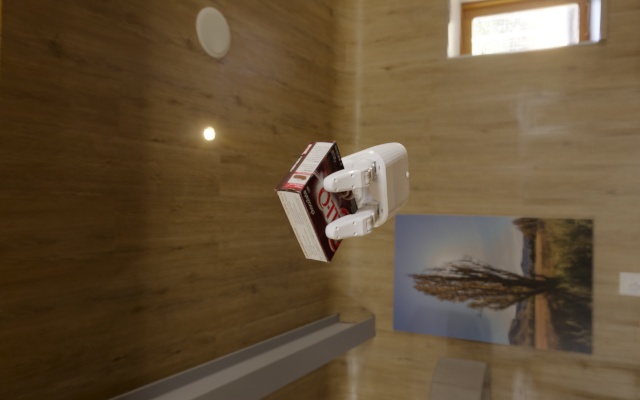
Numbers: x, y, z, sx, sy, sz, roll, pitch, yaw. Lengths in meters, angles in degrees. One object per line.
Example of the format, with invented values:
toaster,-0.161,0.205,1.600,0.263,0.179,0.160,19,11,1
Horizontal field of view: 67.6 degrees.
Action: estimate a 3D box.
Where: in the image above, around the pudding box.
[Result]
pudding box,0.000,0.002,0.551,0.039,0.114,0.090,3,44,32
